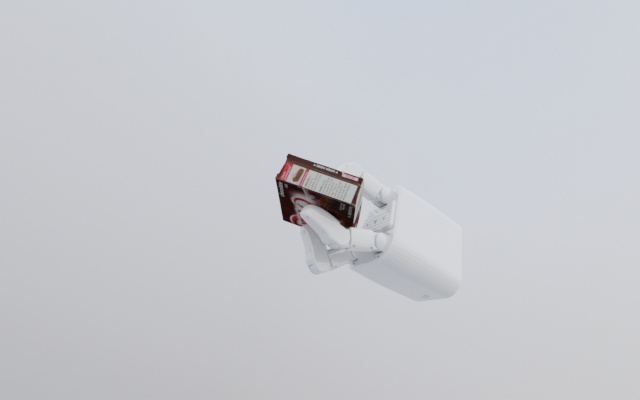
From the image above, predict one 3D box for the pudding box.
[{"bbox_3d":[0.000,0.002,0.540,0.090,0.039,0.114,18,-27,9],"label":"pudding box"}]
